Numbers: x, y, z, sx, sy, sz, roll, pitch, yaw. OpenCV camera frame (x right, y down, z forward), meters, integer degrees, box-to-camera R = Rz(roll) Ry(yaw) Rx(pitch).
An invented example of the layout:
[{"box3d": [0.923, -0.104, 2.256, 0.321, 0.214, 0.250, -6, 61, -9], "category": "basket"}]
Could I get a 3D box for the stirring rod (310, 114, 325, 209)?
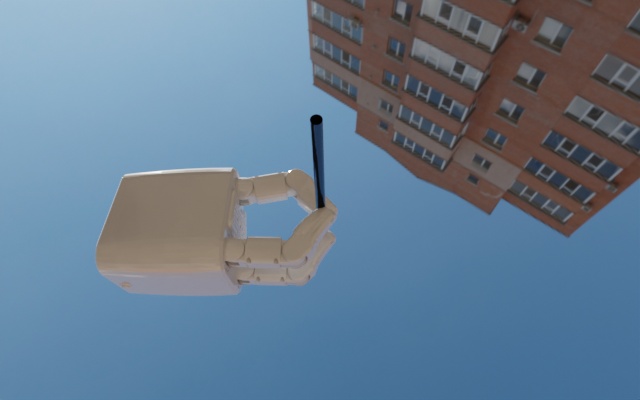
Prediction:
[{"box3d": [0.000, 0.001, 0.404, 0.011, 0.011, 0.240, 0, -25, 1], "category": "stirring rod"}]
